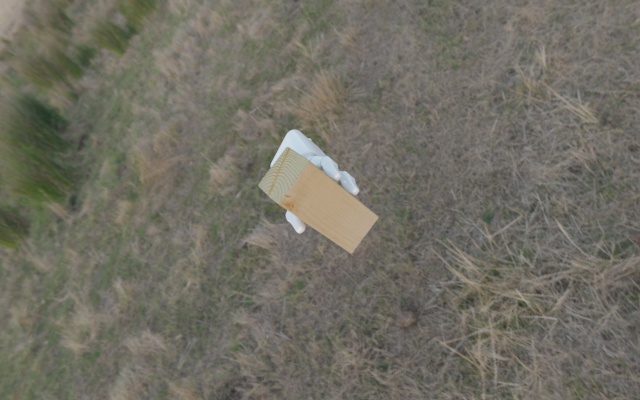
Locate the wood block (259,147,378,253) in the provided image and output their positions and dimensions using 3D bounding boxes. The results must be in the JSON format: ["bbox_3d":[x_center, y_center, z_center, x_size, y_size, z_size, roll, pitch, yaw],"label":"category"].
[{"bbox_3d":[0.000,0.003,0.880,0.206,0.091,0.090,36,1,-38],"label":"wood block"}]
